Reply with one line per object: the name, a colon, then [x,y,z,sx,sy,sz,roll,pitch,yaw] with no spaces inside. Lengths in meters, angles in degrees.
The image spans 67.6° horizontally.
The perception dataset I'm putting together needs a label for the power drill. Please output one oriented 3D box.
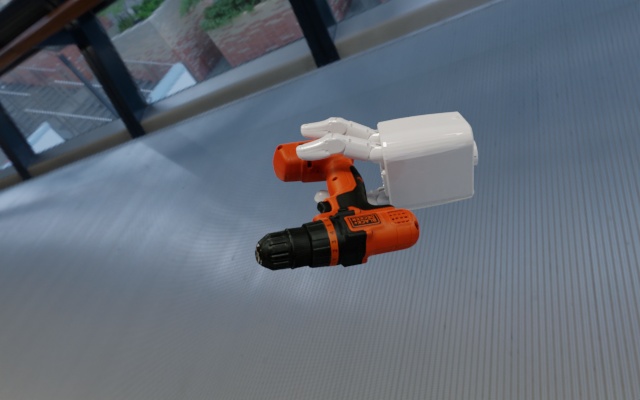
power drill: [0.000,0.001,0.568,0.184,0.057,0.187,-7,43,-17]
